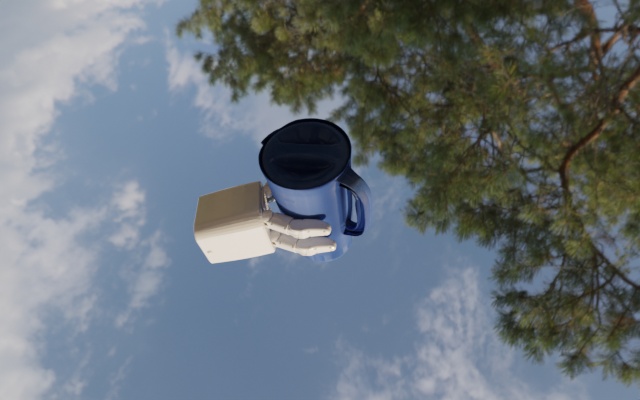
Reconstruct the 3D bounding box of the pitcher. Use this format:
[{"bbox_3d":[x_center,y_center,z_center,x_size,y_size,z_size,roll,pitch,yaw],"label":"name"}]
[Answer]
[{"bbox_3d":[0.000,0.002,0.758,0.145,0.149,0.243,-12,-36,1],"label":"pitcher"}]
